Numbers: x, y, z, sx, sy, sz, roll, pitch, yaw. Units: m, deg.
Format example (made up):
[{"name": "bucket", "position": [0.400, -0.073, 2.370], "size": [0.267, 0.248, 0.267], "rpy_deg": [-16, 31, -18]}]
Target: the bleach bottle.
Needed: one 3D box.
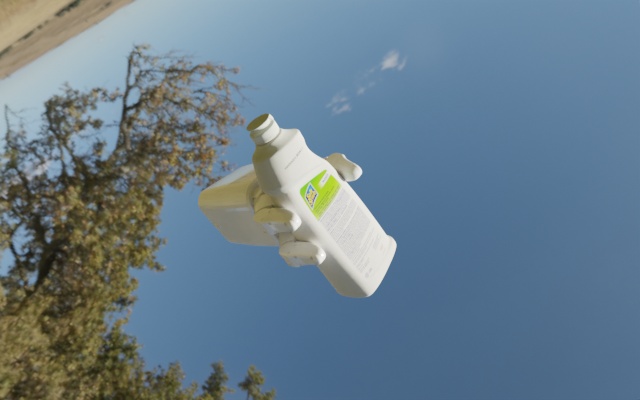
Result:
[{"name": "bleach bottle", "position": [0.000, 0.002, 0.561], "size": [0.068, 0.251, 0.102], "rpy_deg": [-4, 42, 40]}]
